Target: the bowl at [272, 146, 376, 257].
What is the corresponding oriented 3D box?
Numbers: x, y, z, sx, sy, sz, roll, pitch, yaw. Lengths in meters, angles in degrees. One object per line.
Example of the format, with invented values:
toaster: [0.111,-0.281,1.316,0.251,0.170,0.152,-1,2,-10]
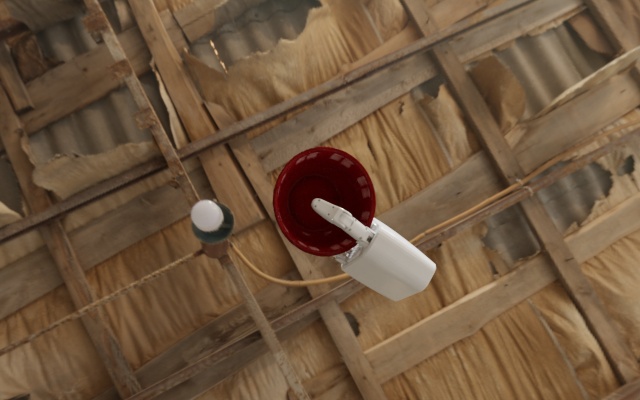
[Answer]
bowl: [-0.001,0.001,0.723,0.162,0.162,0.055,0,-2,-20]
